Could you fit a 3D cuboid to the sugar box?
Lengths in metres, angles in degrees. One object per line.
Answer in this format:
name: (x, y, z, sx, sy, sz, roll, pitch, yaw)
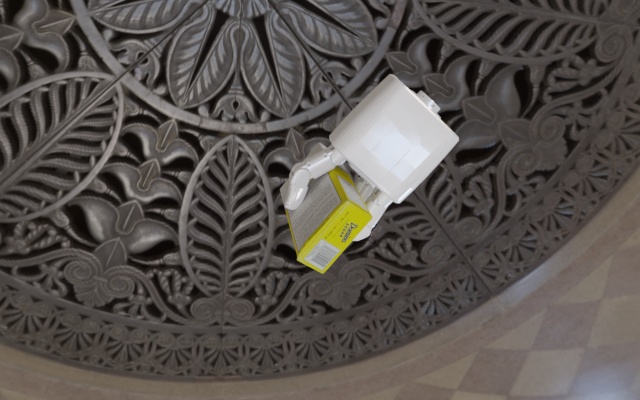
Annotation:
sugar box: (0.001, 0.002, 0.602, 0.048, 0.093, 0.176, 34, 17, -23)
